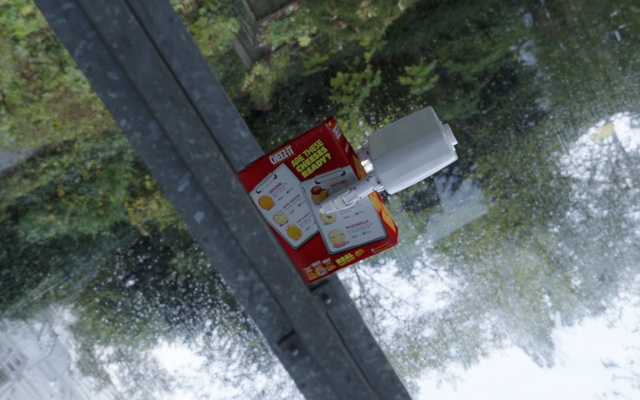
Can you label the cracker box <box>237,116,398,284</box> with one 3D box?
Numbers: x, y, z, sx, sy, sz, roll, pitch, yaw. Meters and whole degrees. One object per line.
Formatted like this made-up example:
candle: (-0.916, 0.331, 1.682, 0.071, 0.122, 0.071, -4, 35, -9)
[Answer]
cracker box: (0.000, 0.003, 0.745, 0.164, 0.214, 0.072, -27, 13, 19)
